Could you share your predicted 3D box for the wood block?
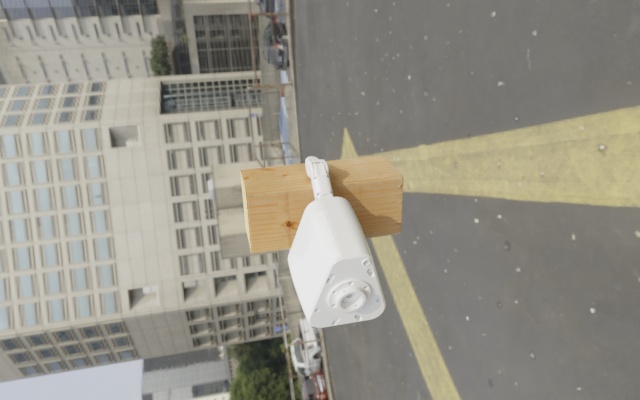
[{"bbox_3d":[0.000,0.002,0.658,0.206,0.091,0.090,-7,24,-12],"label":"wood block"}]
